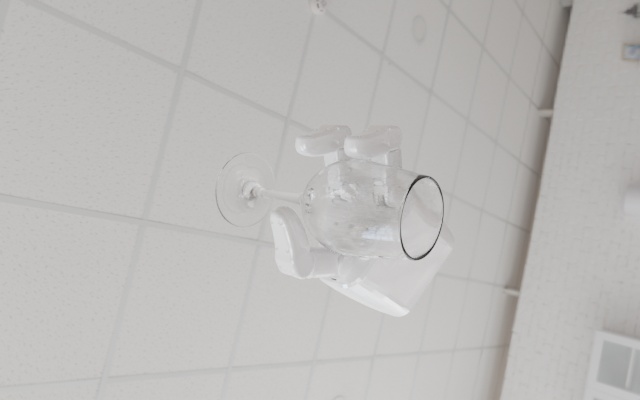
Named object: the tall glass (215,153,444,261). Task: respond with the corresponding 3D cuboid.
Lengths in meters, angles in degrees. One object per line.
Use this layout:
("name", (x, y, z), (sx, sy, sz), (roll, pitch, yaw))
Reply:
("tall glass", (-0.001, 0.001, 0.407), (0.201, 0.079, 0.079), (9, 6, 42))
